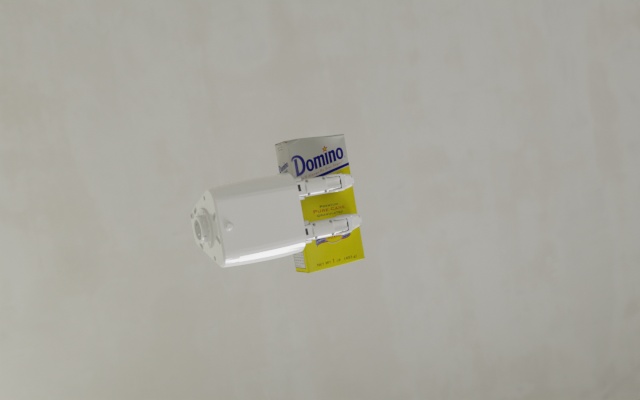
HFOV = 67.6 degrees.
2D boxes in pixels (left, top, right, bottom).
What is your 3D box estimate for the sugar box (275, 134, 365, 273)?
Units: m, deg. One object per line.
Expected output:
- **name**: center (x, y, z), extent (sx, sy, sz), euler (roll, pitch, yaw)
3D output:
- **sugar box**: center (0.000, 0.002, 0.651), extent (0.093, 0.176, 0.048), euler (-11, 4, -29)
